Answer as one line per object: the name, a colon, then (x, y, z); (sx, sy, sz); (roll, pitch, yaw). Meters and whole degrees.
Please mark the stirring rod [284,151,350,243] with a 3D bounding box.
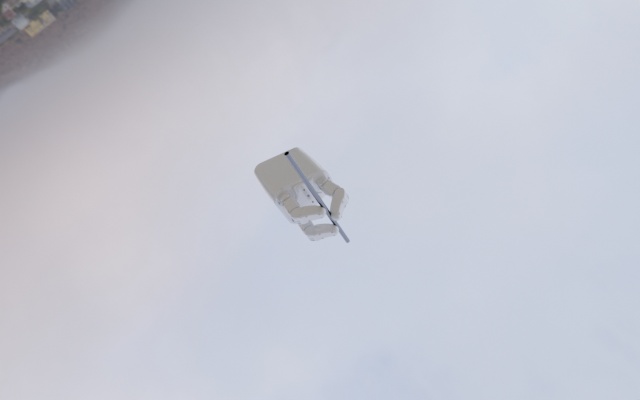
stirring rod: (0.000, 0.002, 0.774); (0.011, 0.011, 0.240); (0, -36, 30)
